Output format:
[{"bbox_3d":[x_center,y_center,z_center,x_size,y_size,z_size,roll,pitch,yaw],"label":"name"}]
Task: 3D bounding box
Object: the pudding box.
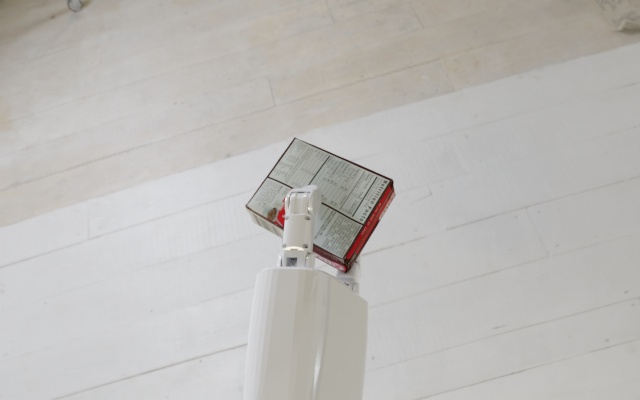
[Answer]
[{"bbox_3d":[0.000,0.001,0.445,0.113,0.090,0.039,27,-19,21],"label":"pudding box"}]
